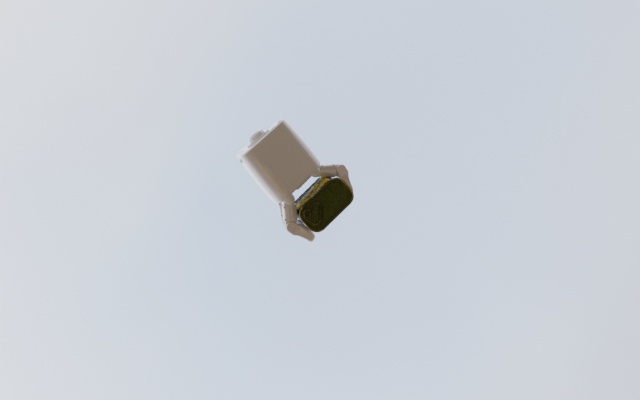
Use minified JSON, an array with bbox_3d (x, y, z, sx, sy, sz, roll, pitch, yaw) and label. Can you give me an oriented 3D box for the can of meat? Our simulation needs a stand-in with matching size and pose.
[{"bbox_3d":[0.000,0.003,0.864,0.102,0.057,0.084,-44,16,-6],"label":"can of meat"}]
